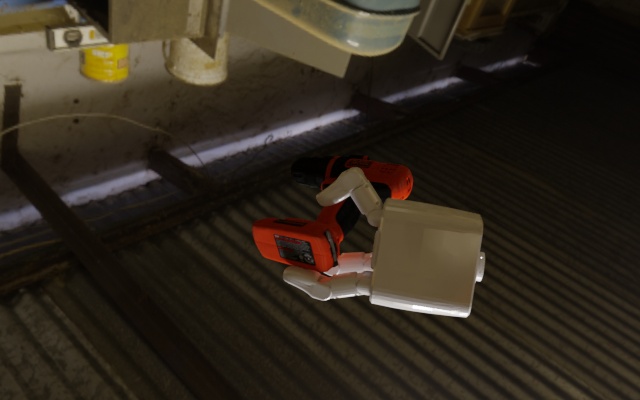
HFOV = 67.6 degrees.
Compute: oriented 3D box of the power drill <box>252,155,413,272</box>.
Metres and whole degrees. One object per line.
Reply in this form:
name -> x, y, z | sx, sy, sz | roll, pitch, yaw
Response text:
power drill -> 0.000, 0.002, 0.603 | 0.184, 0.057, 0.187 | 8, 38, 35
